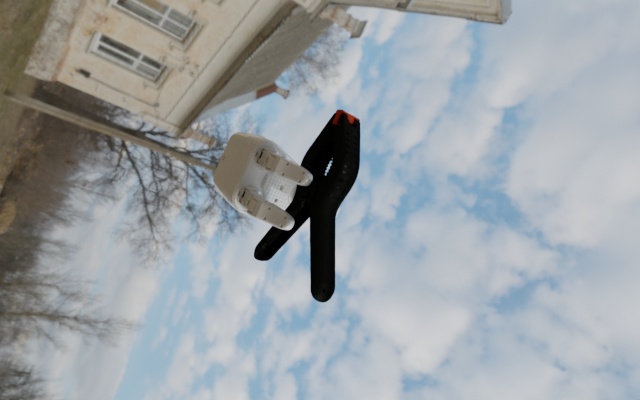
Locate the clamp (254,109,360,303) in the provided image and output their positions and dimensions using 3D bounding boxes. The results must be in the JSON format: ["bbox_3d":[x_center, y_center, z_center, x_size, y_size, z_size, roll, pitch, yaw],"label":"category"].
[{"bbox_3d":[0.001,0.001,0.538,0.036,0.210,0.164,22,5,-34],"label":"clamp"}]
